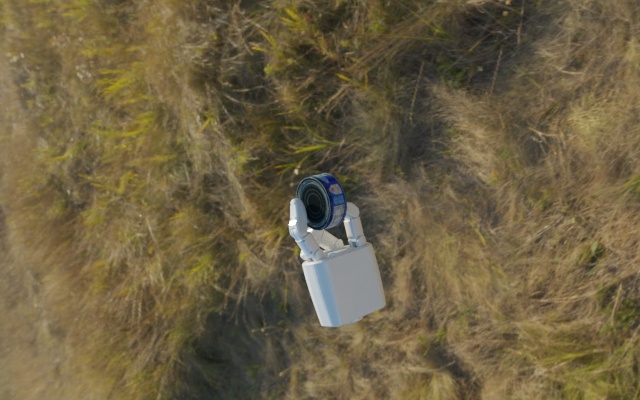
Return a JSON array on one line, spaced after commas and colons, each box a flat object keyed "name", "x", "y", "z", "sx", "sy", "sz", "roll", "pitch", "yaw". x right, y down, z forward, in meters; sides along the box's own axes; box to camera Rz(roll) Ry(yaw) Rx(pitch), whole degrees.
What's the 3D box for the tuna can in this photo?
[{"name": "tuna can", "x": 0.000, "y": 0.002, "z": 0.736, "sx": 0.034, "sy": 0.086, "sz": 0.086, "roll": -13, "pitch": 8, "yaw": -39}]
